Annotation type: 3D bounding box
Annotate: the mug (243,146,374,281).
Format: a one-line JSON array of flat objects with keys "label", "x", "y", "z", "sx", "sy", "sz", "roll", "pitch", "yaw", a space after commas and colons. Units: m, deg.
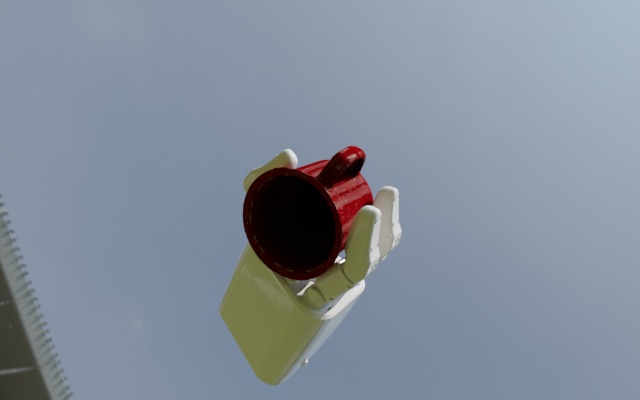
[{"label": "mug", "x": 0.001, "y": 0.000, "z": 0.404, "sx": 0.093, "sy": 0.117, "sz": 0.081, "roll": 39, "pitch": 30, "yaw": 15}]
